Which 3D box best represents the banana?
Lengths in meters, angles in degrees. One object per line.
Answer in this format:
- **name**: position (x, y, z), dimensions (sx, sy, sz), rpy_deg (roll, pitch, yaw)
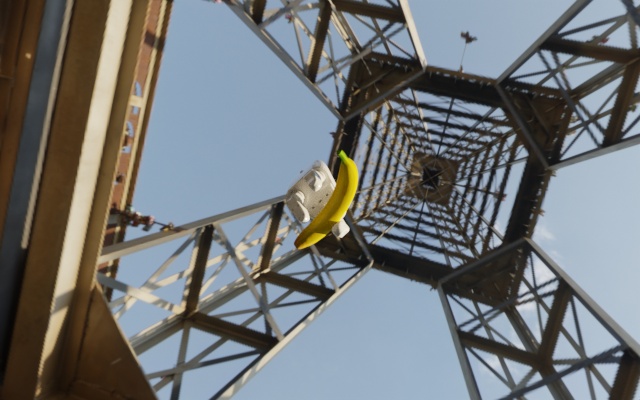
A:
- **banana**: position (0.018, 0.005, 0.836), dimensions (0.069, 0.198, 0.037), rpy_deg (17, 19, -22)
